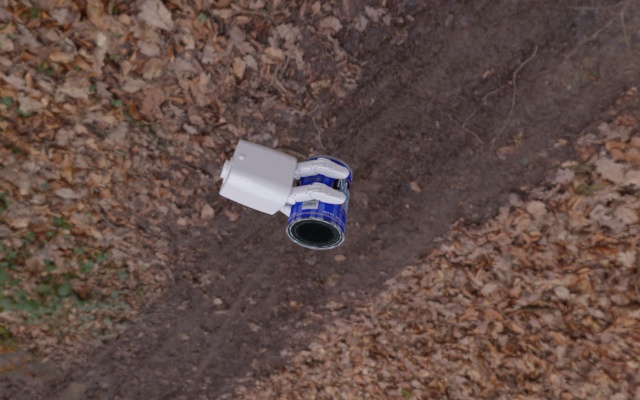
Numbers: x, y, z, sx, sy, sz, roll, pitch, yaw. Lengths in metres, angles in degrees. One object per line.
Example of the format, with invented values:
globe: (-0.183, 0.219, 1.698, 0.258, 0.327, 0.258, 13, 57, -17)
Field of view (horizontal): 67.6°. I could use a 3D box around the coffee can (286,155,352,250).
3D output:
coffee can: (0.000, 0.003, 0.865, 0.103, 0.140, 0.103, 6, -35, 4)
